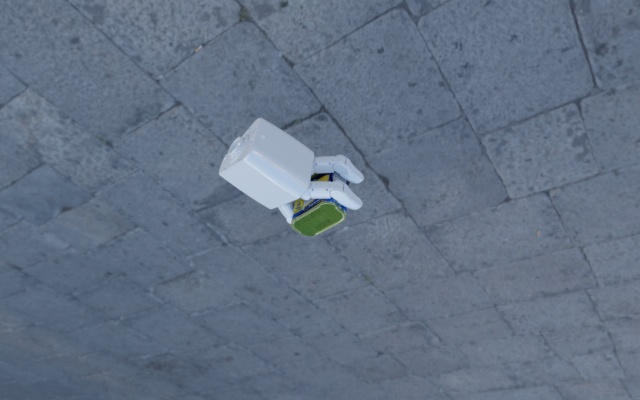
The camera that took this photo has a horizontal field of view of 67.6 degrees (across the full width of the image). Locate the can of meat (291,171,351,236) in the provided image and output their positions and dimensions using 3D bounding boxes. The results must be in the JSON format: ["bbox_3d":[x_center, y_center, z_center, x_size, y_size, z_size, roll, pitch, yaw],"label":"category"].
[{"bbox_3d":[0.000,0.003,0.787,0.057,0.083,0.102,37,-49,-28],"label":"can of meat"}]
